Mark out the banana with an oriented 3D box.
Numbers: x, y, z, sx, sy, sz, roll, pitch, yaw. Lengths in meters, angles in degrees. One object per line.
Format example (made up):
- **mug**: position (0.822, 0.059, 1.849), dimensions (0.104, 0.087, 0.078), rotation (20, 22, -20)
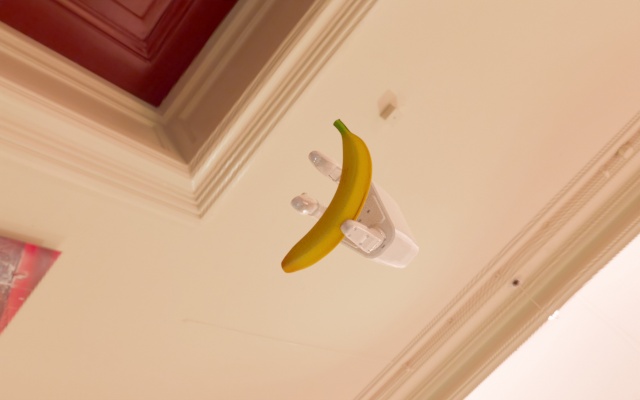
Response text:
- **banana**: position (0.017, 0.004, 0.574), dimensions (0.069, 0.198, 0.037), rotation (19, -4, 27)
